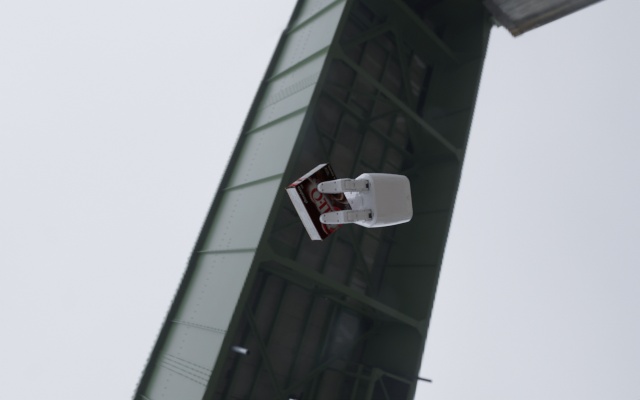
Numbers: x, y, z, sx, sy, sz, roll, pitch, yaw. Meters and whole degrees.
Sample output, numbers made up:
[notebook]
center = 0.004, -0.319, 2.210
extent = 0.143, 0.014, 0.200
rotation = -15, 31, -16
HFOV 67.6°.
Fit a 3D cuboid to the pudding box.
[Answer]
[pudding box]
center = 0.000, 0.003, 0.857
extent = 0.090, 0.113, 0.039
rotation = -37, 16, -34
